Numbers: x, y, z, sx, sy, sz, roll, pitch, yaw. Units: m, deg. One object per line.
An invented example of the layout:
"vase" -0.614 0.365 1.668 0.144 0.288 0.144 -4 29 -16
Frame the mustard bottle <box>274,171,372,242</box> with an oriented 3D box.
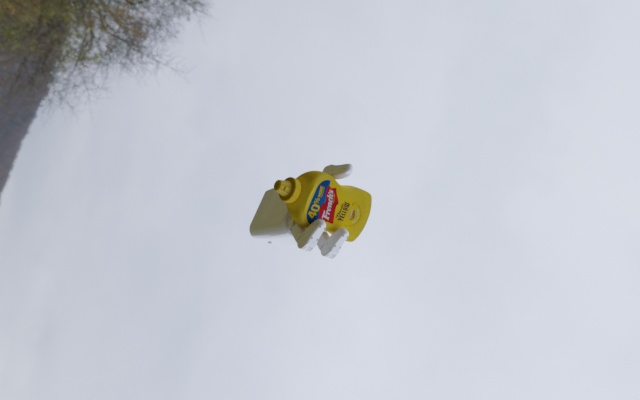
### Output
"mustard bottle" 0.001 0.003 0.799 0.192 0.096 0.058 22 2 -40
